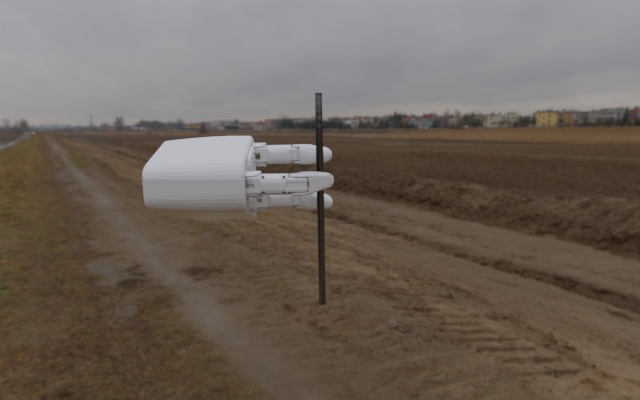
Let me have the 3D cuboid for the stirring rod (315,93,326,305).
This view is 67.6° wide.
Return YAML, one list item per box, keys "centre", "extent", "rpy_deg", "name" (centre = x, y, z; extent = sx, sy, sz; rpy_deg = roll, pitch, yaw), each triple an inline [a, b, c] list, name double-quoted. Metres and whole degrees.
- centre: [0.000, 0.002, 0.539]
  extent: [0.011, 0.239, 0.011]
  rpy_deg: [-1, 9, 0]
  name: "stirring rod"
